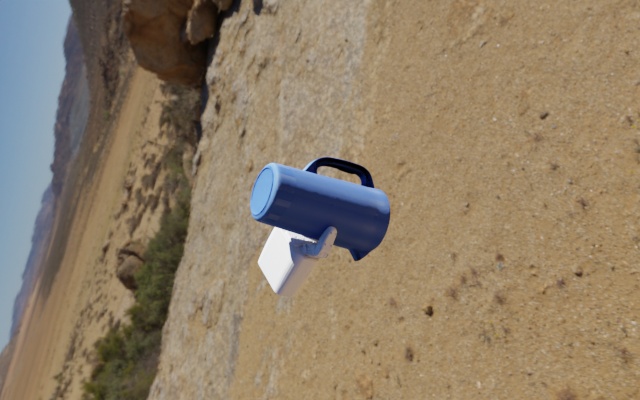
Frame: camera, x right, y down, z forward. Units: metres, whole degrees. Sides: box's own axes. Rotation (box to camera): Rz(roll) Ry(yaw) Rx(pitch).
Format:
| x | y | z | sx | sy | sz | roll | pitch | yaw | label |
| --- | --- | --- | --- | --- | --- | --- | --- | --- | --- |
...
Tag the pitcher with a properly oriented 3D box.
| x | y | z | sx | sy | sz | roll | pitch | yaw | label |
| --- | --- | --- | --- | --- | --- | --- | --- | --- | --- |
| 0.000 | 0.003 | 0.894 | 0.243 | 0.145 | 0.149 | 17 | 28 | -28 | pitcher |
